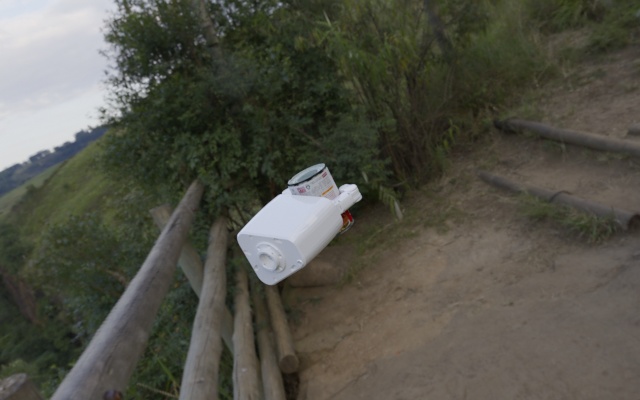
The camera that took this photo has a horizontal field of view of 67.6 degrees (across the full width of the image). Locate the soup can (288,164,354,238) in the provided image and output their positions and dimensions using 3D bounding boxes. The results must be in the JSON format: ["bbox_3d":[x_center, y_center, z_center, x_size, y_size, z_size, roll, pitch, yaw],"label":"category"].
[{"bbox_3d":[0.000,0.002,0.747,0.068,0.102,0.068,-25,16,8],"label":"soup can"}]
